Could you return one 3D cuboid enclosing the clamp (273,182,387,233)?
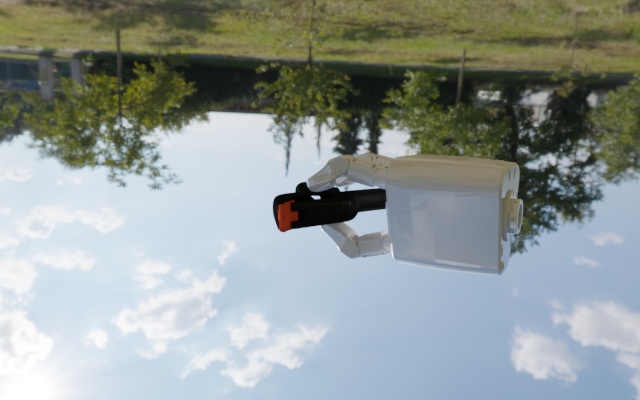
[{"bbox_3d":[0.000,0.003,0.549,0.164,0.036,0.210,3,9,31],"label":"clamp"}]
